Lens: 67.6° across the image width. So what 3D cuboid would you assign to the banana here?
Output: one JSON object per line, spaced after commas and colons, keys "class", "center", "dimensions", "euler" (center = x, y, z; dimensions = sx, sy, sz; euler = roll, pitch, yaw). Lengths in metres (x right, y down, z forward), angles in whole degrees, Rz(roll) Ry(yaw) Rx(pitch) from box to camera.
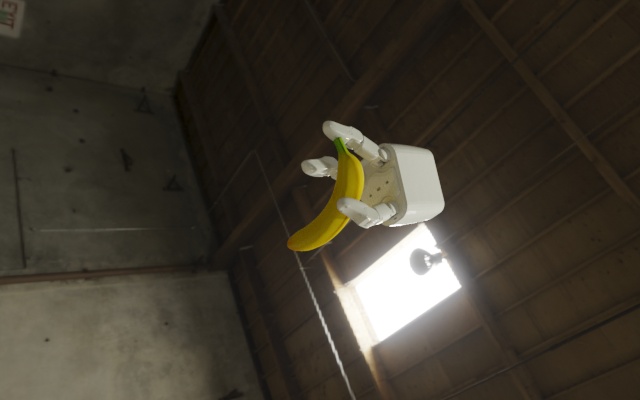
{"class": "banana", "center": [0.013, 0.011, 0.669], "dimensions": [0.037, 0.198, 0.069], "euler": [-8, 44, -46]}
